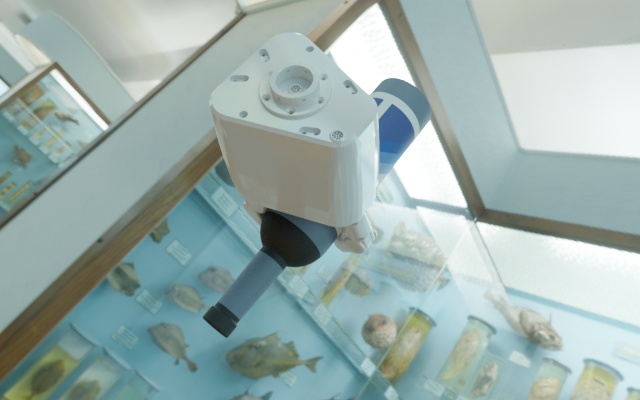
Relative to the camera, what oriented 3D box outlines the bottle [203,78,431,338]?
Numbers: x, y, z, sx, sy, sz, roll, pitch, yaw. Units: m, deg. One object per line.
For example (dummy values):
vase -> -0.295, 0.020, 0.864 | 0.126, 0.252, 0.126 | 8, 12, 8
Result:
bottle -> 0.000, 0.001, 0.451 | 0.069, 0.295, 0.069 | 34, -22, 16
